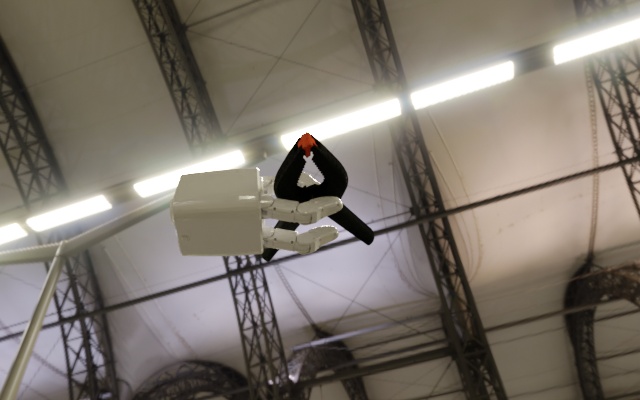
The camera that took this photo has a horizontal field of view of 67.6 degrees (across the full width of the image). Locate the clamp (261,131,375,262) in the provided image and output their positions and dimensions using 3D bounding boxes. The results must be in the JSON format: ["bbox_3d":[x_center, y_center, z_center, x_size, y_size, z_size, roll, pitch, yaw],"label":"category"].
[{"bbox_3d":[0.000,0.001,0.629,0.164,0.210,0.036,-5,44,-9],"label":"clamp"}]
